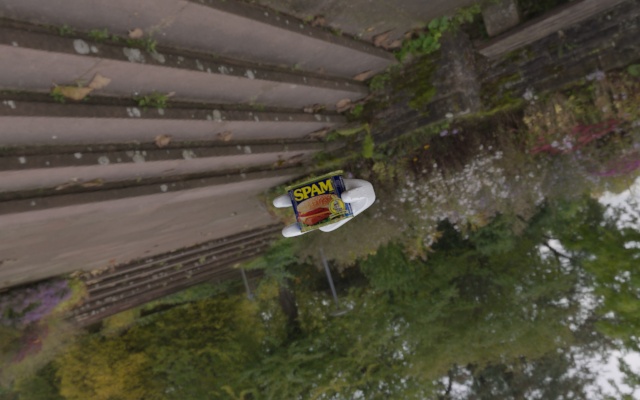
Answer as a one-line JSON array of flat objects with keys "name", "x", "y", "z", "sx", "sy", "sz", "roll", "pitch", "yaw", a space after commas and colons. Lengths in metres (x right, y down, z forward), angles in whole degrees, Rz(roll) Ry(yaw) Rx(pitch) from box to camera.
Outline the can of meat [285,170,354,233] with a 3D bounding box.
[{"name": "can of meat", "x": 0.000, "y": 0.003, "z": 0.827, "sx": 0.102, "sy": 0.084, "sz": 0.057, "roll": -17, "pitch": -1, "yaw": 12}]
